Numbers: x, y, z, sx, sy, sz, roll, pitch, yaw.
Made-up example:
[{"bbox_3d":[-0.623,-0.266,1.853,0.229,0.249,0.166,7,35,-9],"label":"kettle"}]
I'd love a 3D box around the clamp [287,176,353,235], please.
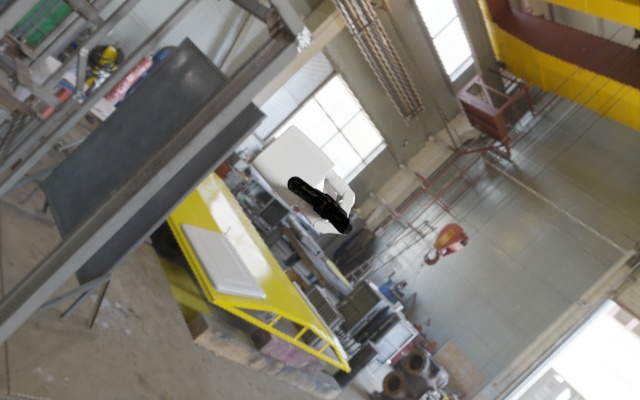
[{"bbox_3d":[0.001,0.002,0.777,0.039,0.120,0.171,-44,2,1],"label":"clamp"}]
